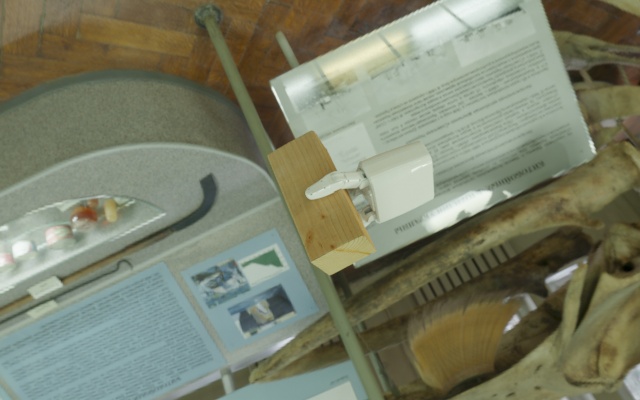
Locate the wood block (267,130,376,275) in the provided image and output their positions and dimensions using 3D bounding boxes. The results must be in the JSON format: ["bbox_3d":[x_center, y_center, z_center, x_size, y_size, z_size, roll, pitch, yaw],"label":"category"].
[{"bbox_3d":[0.000,0.002,0.776,0.090,0.206,0.091,-28,-28,7],"label":"wood block"}]
